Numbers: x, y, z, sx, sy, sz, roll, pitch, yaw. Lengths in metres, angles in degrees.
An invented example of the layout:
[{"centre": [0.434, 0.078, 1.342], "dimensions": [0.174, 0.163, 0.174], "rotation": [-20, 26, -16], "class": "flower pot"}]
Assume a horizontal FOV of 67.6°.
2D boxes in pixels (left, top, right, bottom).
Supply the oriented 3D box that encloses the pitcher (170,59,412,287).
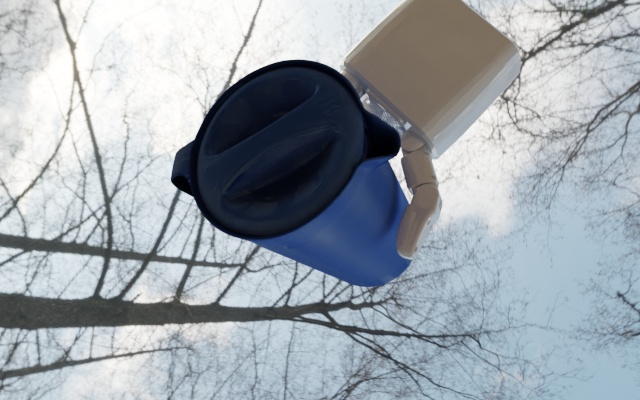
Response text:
[{"centre": [0.000, 0.001, 0.421], "dimensions": [0.149, 0.145, 0.243], "rotation": [45, 1, 31], "class": "pitcher"}]
